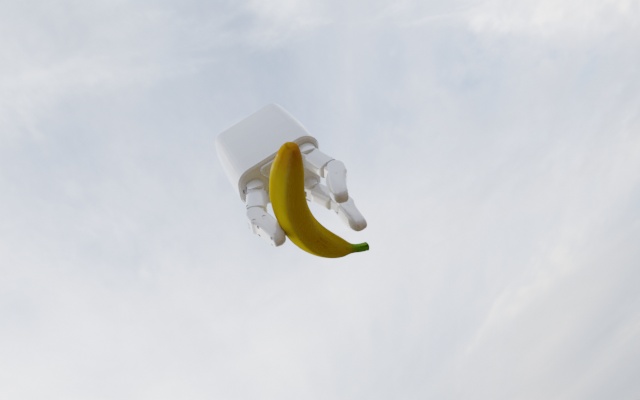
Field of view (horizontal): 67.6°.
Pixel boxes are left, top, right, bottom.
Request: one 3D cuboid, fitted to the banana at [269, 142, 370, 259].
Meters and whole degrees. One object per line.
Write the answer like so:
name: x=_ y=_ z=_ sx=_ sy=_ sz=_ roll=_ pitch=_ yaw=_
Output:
banana: x=-0.014 y=0.014 z=0.520 sx=0.069 sy=0.037 sz=0.198 roll=-36 pitch=-44 yaw=2
